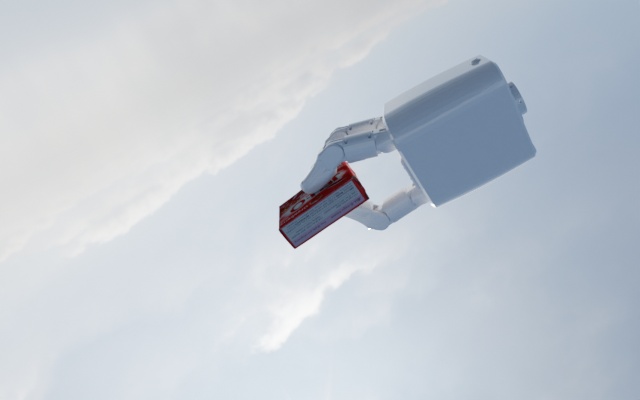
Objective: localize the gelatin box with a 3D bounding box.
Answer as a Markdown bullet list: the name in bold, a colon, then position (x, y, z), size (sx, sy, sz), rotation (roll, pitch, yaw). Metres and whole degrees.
- **gelatin box**: position (0.000, 0.002, 0.478), size (0.089, 0.030, 0.073), rotation (-35, 16, 6)
